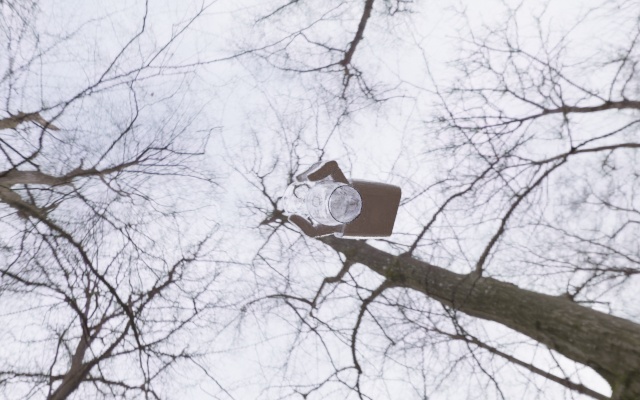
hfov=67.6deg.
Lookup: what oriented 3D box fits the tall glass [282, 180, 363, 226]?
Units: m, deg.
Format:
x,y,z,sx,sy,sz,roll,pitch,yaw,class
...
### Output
x,y,z,sx,sy,sz,roll,pitch,yaw,class
0.000,0.003,0.849,0.079,0.079,0.201,0,2,-24,tall glass
